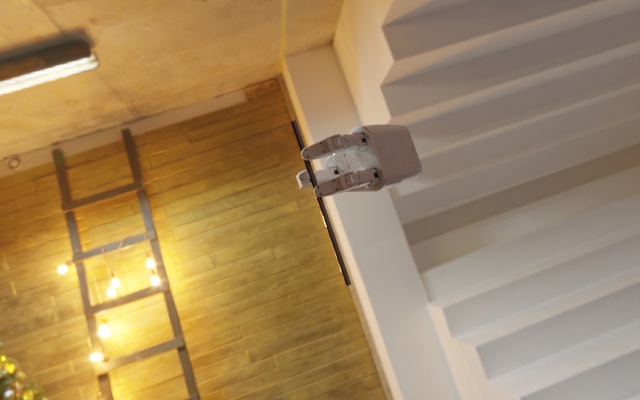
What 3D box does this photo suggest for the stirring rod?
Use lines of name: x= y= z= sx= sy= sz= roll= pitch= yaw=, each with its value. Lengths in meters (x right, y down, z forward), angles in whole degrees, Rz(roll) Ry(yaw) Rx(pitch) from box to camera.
stirring rod: x=0.000 y=0.002 z=0.662 sx=0.011 sy=0.239 sz=0.011 roll=-19 pitch=-5 yaw=-2
